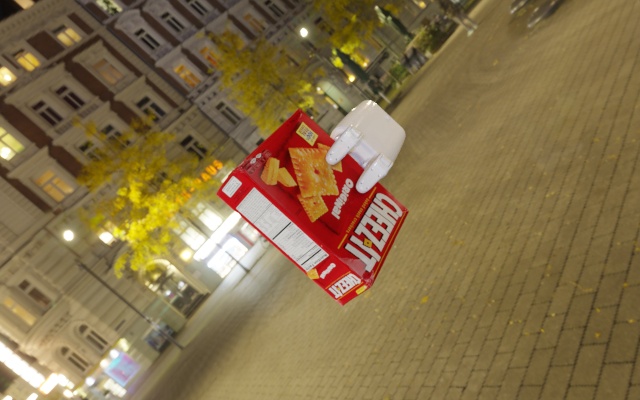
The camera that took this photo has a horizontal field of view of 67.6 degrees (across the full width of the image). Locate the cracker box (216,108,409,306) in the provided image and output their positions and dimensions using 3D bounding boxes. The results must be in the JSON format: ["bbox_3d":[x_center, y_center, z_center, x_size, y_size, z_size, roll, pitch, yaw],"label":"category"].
[{"bbox_3d":[0.000,0.002,0.624,0.072,0.214,0.164,-43,7,43],"label":"cracker box"}]
